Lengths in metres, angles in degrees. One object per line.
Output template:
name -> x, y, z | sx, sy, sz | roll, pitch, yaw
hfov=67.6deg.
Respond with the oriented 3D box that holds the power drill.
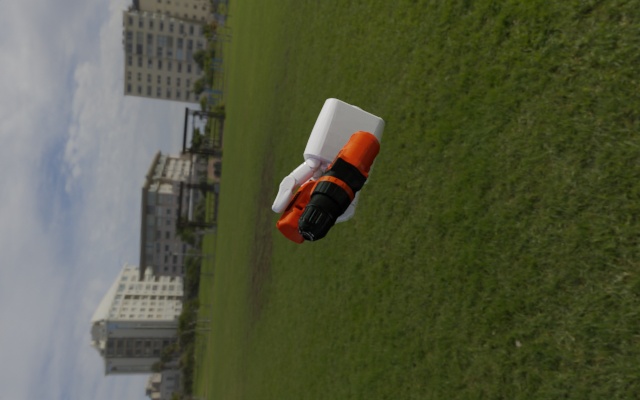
power drill -> 0.000, 0.002, 0.692 | 0.057, 0.184, 0.188 | 39, -30, -7
